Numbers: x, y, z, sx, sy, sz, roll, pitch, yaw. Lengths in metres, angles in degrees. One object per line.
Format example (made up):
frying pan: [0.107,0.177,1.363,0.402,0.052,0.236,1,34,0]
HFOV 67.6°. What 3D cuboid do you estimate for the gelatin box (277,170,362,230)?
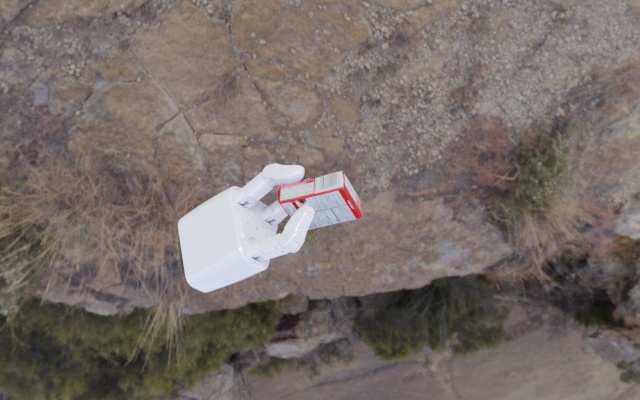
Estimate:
gelatin box: [0.000,0.002,0.607,0.089,0.030,0.073,-13,-37,18]
